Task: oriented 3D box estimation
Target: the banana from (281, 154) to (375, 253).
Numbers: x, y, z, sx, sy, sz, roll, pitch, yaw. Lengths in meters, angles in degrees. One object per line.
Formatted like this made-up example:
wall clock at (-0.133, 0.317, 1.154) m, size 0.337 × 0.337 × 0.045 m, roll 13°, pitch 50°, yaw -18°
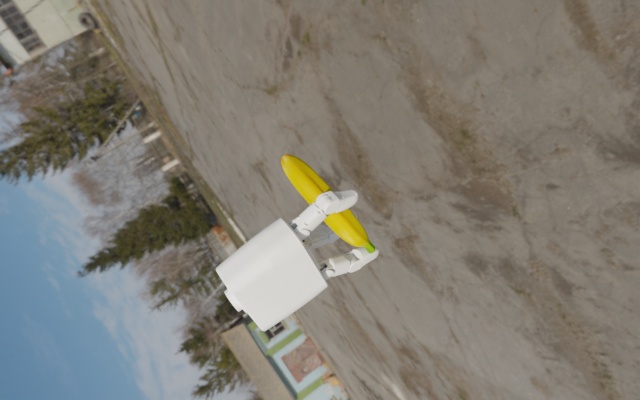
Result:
banana at (0.001, -0.001, 0.667) m, size 0.037 × 0.197 × 0.070 m, roll -39°, pitch -17°, yaw -8°
